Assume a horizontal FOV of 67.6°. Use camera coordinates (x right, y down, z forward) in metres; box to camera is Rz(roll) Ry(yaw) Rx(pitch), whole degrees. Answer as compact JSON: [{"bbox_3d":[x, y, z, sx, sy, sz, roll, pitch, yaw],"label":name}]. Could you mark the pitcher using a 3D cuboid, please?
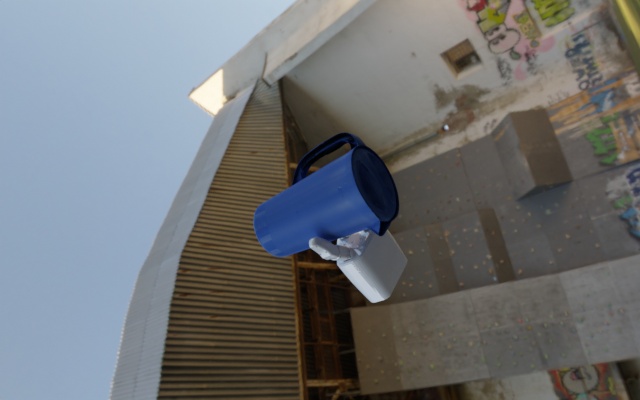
[{"bbox_3d":[0.000,0.003,0.825,0.243,0.145,0.149,-25,27,32],"label":"pitcher"}]
